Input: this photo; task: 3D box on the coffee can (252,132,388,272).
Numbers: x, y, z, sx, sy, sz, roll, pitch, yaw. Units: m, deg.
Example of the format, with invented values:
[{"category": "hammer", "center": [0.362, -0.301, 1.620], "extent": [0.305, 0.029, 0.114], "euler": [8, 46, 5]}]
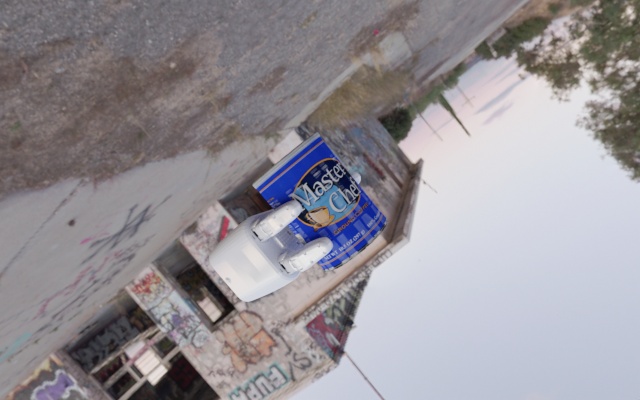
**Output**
[{"category": "coffee can", "center": [0.000, 0.002, 0.590], "extent": [0.103, 0.140, 0.103], "euler": [-39, 5, 4]}]
